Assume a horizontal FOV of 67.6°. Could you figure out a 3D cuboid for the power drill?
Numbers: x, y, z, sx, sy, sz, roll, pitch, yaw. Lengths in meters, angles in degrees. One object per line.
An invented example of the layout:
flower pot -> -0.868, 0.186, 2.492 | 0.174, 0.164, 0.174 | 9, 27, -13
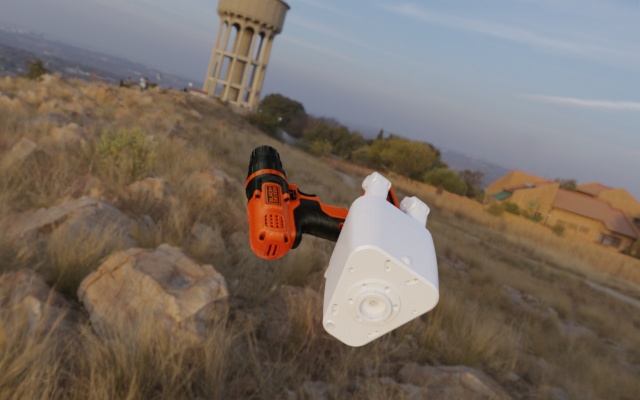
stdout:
power drill -> 0.001, 0.002, 0.596 | 0.187, 0.057, 0.184 | 6, 42, -14
